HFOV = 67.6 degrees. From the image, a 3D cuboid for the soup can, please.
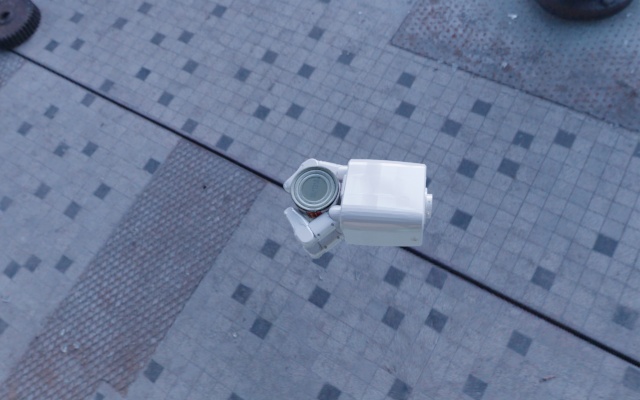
[{"bbox_3d":[0.000,0.002,0.670,0.068,0.068,0.102,0,-22,10],"label":"soup can"}]
